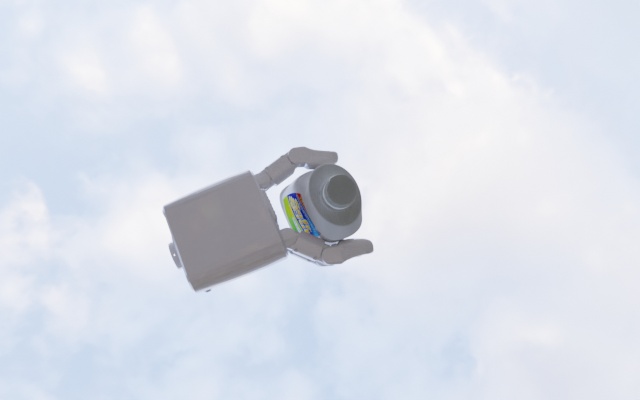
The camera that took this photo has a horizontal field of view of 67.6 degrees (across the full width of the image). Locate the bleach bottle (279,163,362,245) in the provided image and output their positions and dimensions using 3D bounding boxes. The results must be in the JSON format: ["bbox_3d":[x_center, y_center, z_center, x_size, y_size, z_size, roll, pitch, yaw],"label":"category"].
[{"bbox_3d":[0.000,0.002,0.558,0.068,0.102,0.251,-22,-5,-10],"label":"bleach bottle"}]
